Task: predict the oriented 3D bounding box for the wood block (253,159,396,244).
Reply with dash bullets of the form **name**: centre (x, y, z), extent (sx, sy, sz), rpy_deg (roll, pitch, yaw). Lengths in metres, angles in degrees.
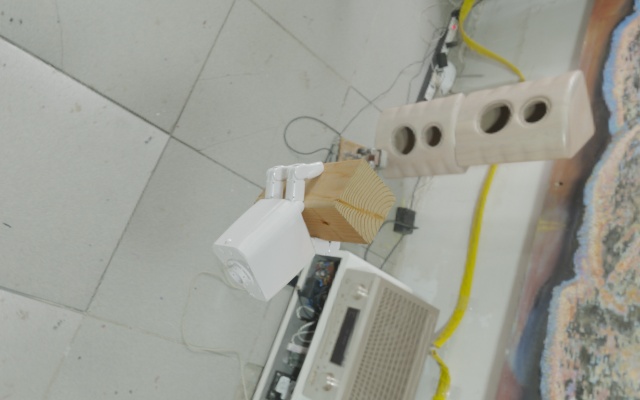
- **wood block**: centre (0.000, 0.003, 0.748), extent (0.206, 0.090, 0.091), rpy_deg (0, -40, 51)
